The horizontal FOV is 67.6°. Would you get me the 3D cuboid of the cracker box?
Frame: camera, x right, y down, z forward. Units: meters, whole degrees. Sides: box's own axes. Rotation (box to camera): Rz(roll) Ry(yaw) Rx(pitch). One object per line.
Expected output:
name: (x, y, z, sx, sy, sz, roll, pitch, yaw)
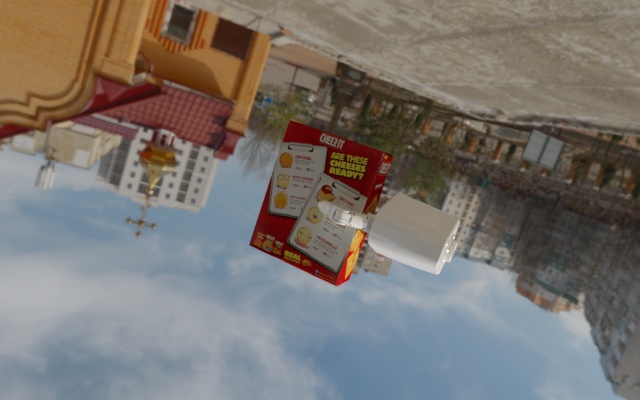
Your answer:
cracker box: (0.000, 0.003, 0.754, 0.164, 0.214, 0.072, 22, 9, 20)
